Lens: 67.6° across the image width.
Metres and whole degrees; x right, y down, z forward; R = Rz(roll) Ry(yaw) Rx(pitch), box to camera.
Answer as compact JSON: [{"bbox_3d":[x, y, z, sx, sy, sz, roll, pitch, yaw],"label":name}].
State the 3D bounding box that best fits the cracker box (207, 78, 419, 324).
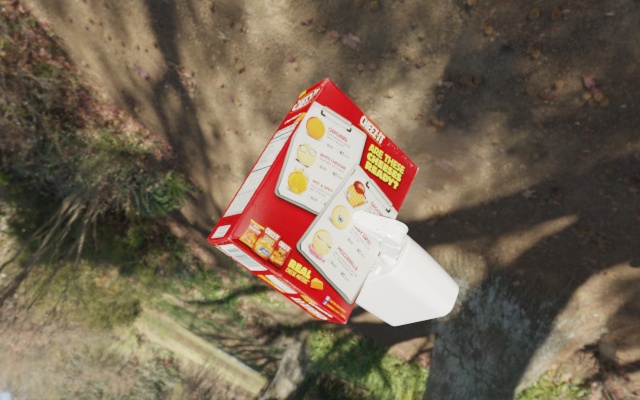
[{"bbox_3d":[0.000,0.002,0.535,0.164,0.213,0.072,40,-26,-24],"label":"cracker box"}]
